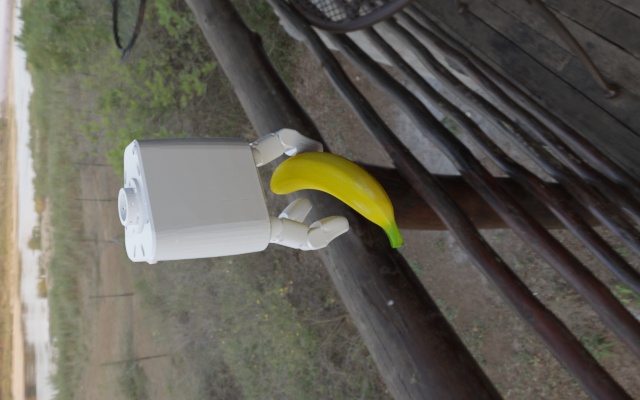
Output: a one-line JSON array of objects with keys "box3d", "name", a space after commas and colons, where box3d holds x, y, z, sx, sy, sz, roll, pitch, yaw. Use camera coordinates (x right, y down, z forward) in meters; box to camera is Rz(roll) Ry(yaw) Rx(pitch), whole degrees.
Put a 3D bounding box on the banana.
[{"box3d": [0.003, -0.015, 0.476, 0.037, 0.070, 0.197, -11, 23, -37], "name": "banana"}]
